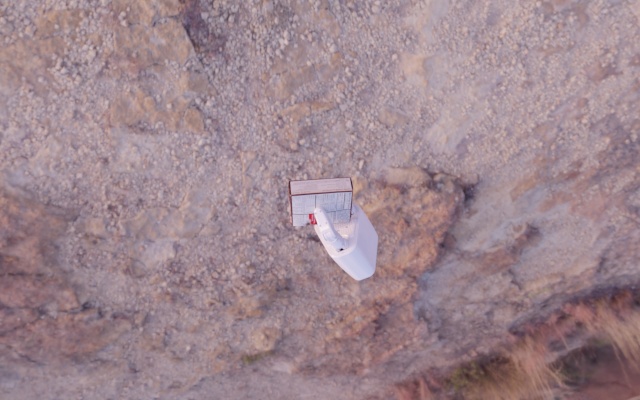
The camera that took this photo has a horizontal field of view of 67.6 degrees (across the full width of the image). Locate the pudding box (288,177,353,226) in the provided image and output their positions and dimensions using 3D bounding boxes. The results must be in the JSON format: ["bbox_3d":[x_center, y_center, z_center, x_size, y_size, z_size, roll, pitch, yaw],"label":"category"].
[{"bbox_3d":[0.000,0.003,0.852,0.113,0.039,0.090,-5,-41,-5],"label":"pudding box"}]
